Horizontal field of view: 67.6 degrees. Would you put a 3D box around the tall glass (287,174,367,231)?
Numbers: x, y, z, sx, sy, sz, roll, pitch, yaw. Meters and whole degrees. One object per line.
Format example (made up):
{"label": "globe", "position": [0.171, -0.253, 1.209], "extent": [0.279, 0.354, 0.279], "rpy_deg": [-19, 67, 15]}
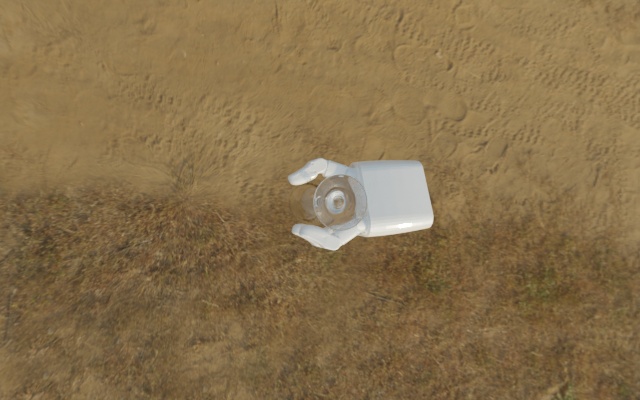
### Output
{"label": "tall glass", "position": [0.000, 0.002, 0.718], "extent": [0.079, 0.079, 0.201], "rpy_deg": [0, 0, -16]}
